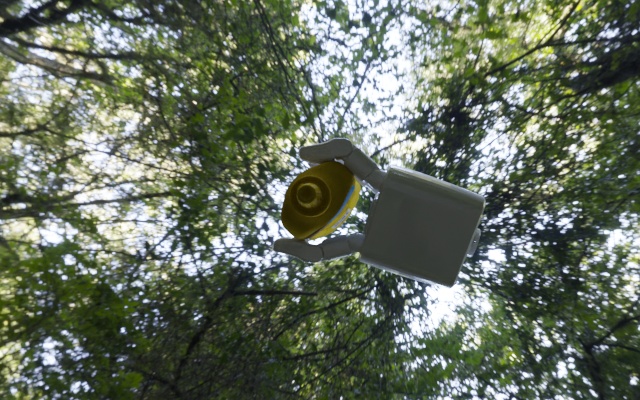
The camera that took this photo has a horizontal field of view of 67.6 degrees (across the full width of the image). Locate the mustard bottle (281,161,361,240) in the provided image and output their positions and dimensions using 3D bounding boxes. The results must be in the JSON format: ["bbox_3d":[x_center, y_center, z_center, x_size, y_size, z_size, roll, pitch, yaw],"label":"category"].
[{"bbox_3d":[0.000,0.002,0.540,0.058,0.096,0.191,44,2,8],"label":"mustard bottle"}]
